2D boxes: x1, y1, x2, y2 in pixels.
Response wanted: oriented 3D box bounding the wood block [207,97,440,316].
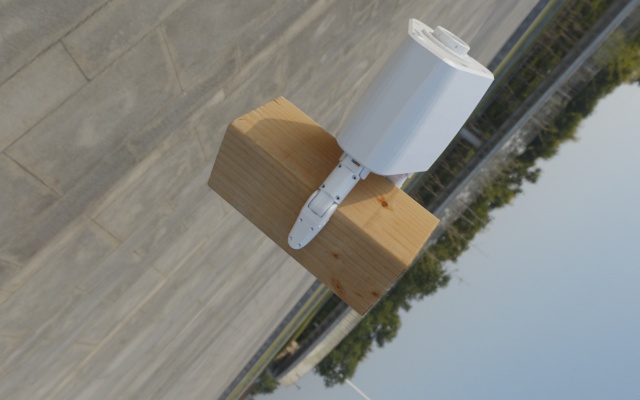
[{"bbox_3d":[0.000,0.002,0.479,0.206,0.090,0.090,39,42,9],"label":"wood block"}]
